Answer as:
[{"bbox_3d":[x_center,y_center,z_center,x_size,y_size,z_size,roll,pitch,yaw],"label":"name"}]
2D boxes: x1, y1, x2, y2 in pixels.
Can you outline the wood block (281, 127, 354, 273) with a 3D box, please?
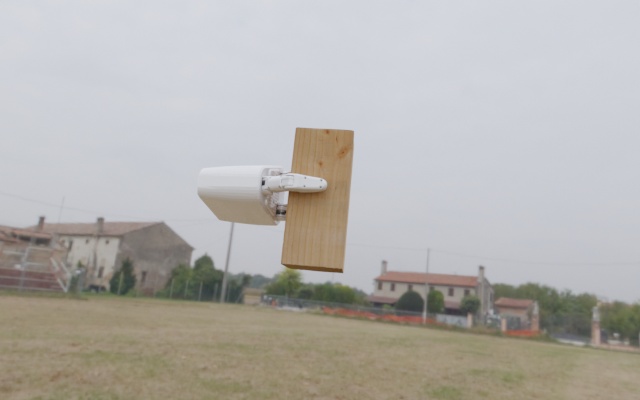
[{"bbox_3d":[0.000,0.002,0.732,0.090,0.206,0.091,4,-12,6],"label":"wood block"}]
